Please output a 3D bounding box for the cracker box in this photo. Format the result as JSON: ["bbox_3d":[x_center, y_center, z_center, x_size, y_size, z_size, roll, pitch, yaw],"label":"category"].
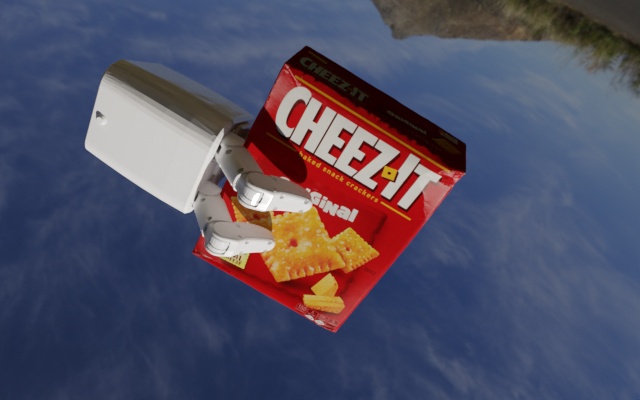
[{"bbox_3d":[0.000,0.001,0.433,0.164,0.214,0.072,31,31,-3],"label":"cracker box"}]
